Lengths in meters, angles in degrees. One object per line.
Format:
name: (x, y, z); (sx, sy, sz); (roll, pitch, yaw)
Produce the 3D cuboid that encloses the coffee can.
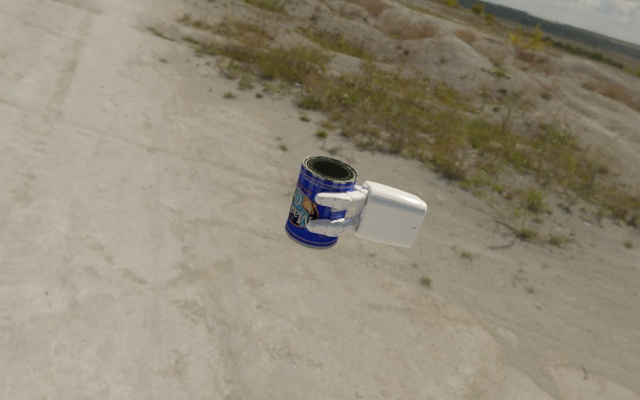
coffee can: (0.000, 0.003, 0.865); (0.103, 0.140, 0.102); (13, 27, -7)
